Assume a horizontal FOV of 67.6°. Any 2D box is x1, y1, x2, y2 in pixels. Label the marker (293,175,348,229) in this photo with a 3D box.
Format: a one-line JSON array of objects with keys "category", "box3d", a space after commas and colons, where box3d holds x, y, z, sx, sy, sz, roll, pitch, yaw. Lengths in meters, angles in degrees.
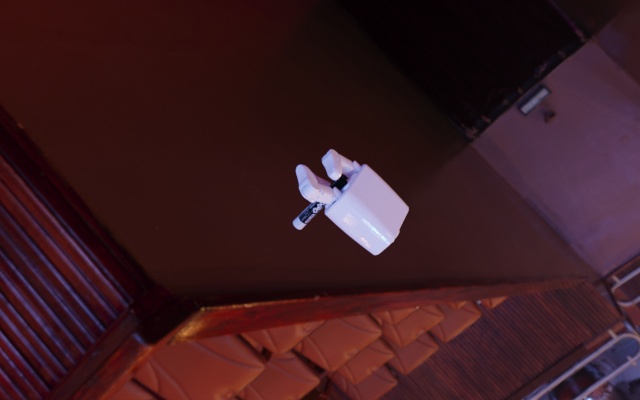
[{"category": "marker", "box3d": [0.000, 0.002, 0.754, 0.121, 0.020, 0.020, -45, -24, 27]}]
